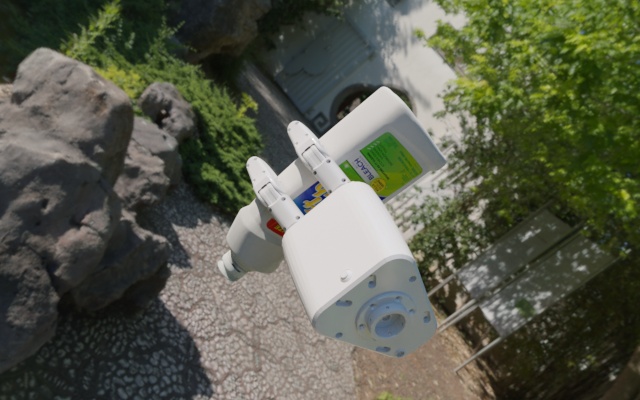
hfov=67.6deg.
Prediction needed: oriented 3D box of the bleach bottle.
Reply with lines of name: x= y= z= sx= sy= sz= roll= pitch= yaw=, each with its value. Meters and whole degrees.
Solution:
bleach bottle: x=0.000 y=0.002 z=0.496 sx=0.103 sy=0.251 sz=0.068 roll=44 pitch=11 yaw=-33
